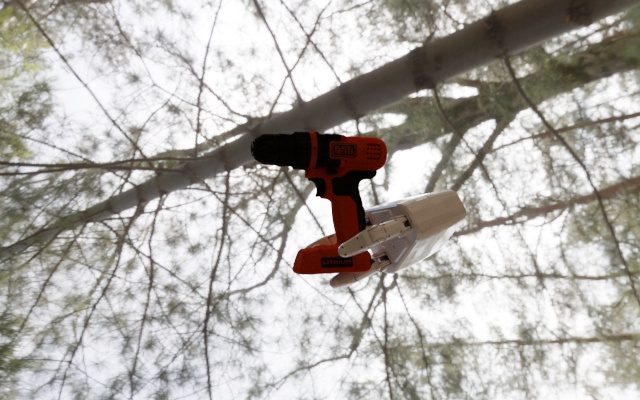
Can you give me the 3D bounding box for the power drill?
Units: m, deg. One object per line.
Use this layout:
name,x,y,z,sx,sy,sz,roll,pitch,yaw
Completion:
power drill,0.000,0.003,0.632,0.184,0.187,0.057,0,-1,-13
